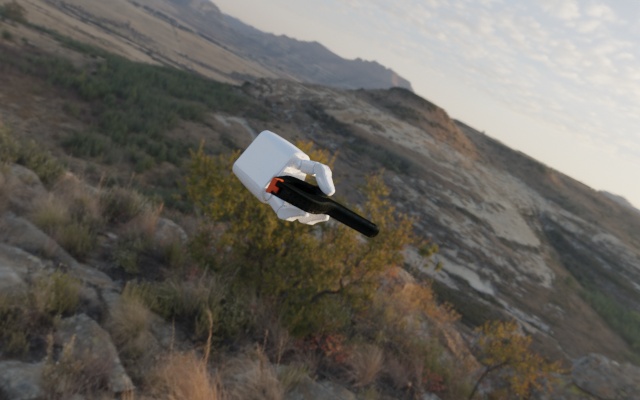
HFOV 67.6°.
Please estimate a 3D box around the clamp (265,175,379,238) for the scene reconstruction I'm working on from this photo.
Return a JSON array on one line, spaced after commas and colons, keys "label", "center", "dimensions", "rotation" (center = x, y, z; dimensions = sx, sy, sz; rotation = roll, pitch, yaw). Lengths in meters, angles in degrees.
[{"label": "clamp", "center": [0.000, 0.002, 0.812], "dimensions": [0.210, 0.036, 0.164], "rotation": [13, 22, -50]}]
